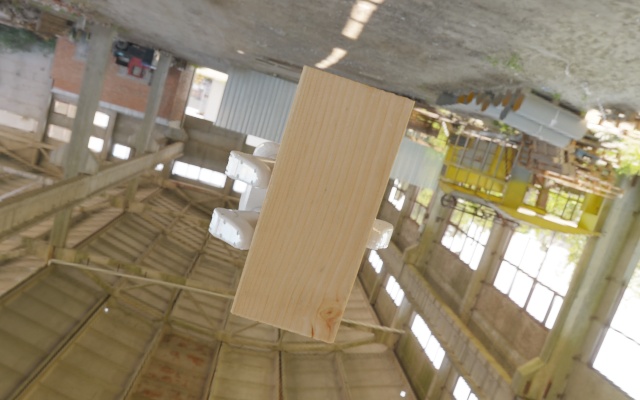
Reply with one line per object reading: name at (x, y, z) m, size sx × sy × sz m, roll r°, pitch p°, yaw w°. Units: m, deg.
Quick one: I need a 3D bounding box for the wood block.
wood block at (0.000, 0.002, 0.416) m, size 0.091 × 0.206 × 0.090 m, roll 17°, pitch 9°, yaw -2°
